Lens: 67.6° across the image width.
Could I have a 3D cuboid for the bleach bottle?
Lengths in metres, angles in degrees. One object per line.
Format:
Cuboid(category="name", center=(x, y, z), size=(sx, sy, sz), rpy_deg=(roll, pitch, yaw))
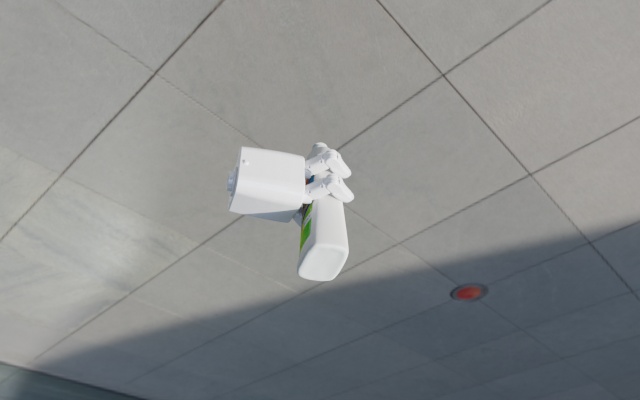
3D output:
Cuboid(category="bleach bottle", center=(0.000, 0.003, 0.806), size=(0.068, 0.250, 0.103), rpy_deg=(10, -43, -14))
